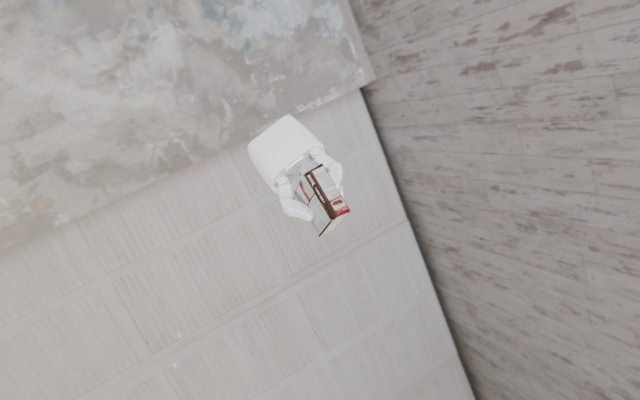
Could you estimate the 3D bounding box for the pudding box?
[{"bbox_3d":[0.000,0.003,0.779,0.039,0.090,0.113,-29,-9,-16],"label":"pudding box"}]
